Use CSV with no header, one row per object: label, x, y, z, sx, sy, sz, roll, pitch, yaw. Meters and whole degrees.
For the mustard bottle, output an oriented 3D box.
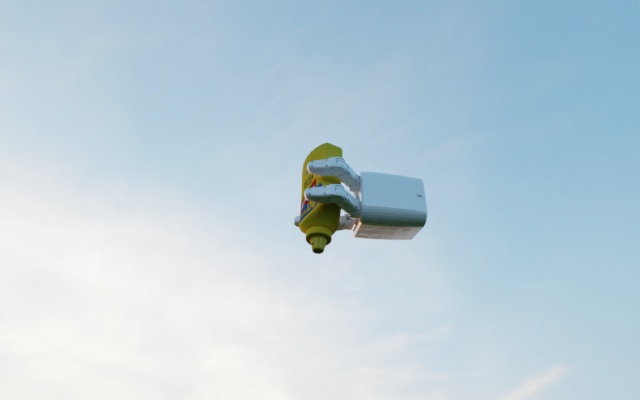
mustard bottle,0.000,0.002,0.782,0.058,0.191,0.096,21,-42,-22
